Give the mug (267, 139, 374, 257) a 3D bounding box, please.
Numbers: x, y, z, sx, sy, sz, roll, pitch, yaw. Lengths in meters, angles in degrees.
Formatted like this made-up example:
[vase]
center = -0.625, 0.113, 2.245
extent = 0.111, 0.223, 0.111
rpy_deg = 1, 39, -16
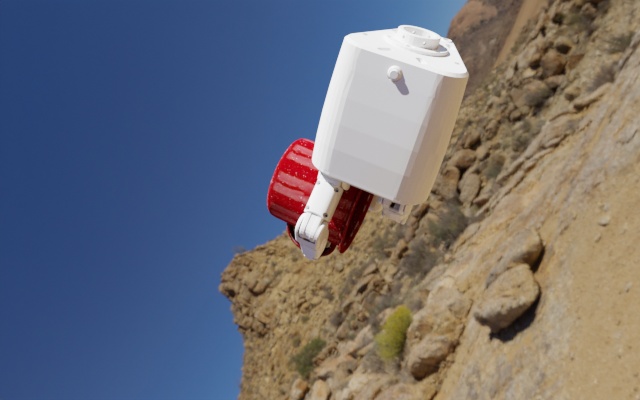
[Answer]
[mug]
center = 0.000, 0.003, 0.460
extent = 0.081, 0.117, 0.093
rpy_deg = 23, 33, 13
